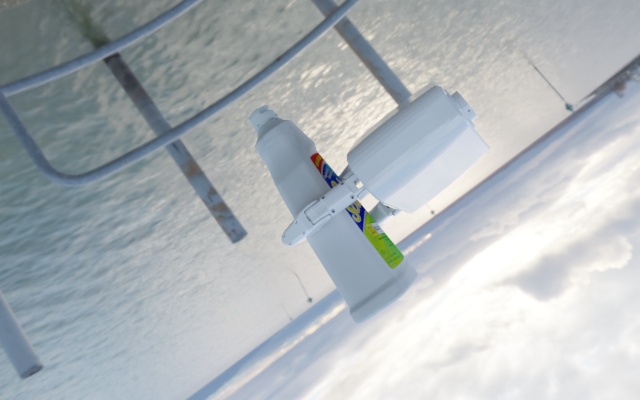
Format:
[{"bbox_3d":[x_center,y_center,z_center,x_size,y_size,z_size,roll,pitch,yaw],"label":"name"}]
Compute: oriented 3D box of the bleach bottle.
[{"bbox_3d":[0.000,0.002,0.511,0.068,0.251,0.102,-40,-10,19],"label":"bleach bottle"}]
